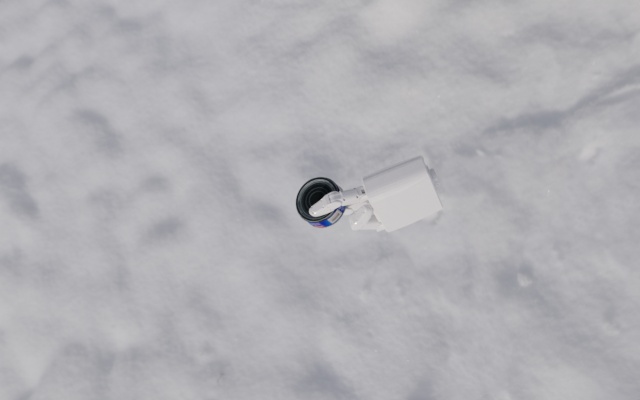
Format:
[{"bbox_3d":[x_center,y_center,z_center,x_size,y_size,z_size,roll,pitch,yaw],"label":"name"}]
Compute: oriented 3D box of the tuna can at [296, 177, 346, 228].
[{"bbox_3d":[0.000,0.003,0.835,0.086,0.086,0.034,0,-19,26],"label":"tuna can"}]
